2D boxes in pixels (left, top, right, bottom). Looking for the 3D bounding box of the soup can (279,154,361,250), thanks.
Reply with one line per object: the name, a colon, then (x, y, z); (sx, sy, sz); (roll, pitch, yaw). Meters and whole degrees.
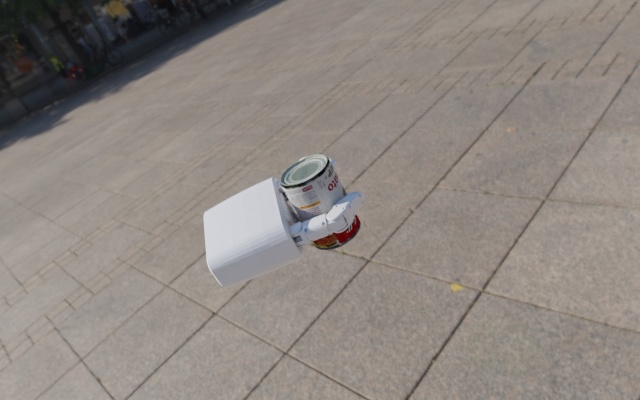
soup can: (0.000, 0.002, 0.596); (0.068, 0.102, 0.068); (-21, 29, 12)
